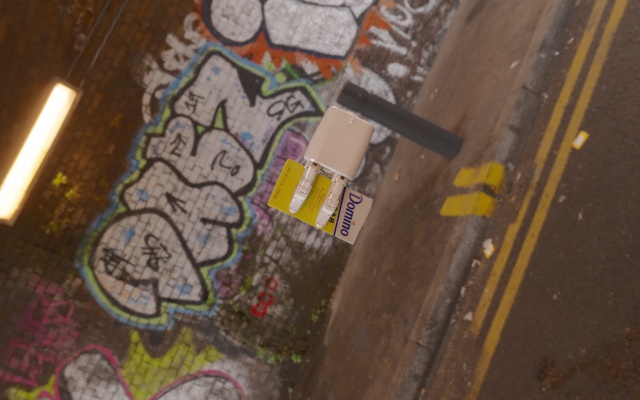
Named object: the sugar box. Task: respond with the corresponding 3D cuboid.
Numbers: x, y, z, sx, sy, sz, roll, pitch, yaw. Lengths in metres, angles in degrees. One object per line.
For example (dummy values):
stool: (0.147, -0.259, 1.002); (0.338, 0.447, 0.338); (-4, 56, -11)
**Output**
sugar box: (0.000, 0.003, 0.879); (0.176, 0.093, 0.048); (25, -1, -7)
